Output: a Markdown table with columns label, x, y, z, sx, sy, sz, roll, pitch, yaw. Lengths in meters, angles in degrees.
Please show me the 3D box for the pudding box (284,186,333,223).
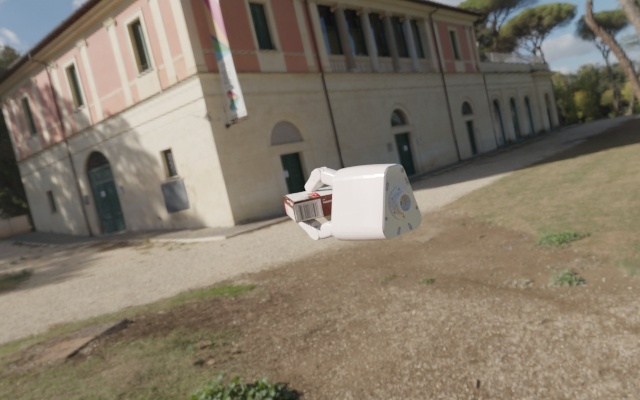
| label | x | y | z | sx | sy | sz | roll | pitch | yaw |
| --- | --- | --- | --- | --- | --- | --- | --- | --- | --- |
| pudding box | 0.000 | 0.003 | 0.820 | 0.113 | 0.039 | 0.090 | -11 | 9 | -13 |
